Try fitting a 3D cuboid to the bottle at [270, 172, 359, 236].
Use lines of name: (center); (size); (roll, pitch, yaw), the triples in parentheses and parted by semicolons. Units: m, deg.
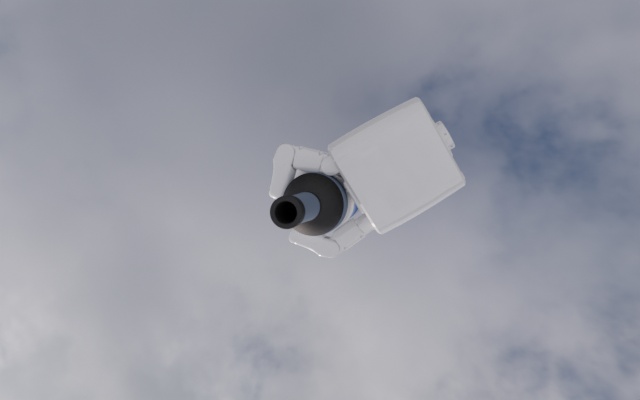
bottle: (0.000, 0.002, 0.530); (0.069, 0.069, 0.295); (0, 3, 11)
